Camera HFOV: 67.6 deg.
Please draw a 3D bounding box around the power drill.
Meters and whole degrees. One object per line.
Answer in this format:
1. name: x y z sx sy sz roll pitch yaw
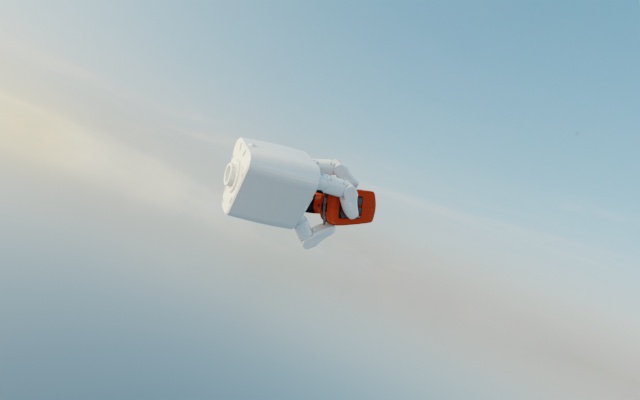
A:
1. power drill: 0.000 0.003 0.813 0.184 0.057 0.187 -2 6 -44
